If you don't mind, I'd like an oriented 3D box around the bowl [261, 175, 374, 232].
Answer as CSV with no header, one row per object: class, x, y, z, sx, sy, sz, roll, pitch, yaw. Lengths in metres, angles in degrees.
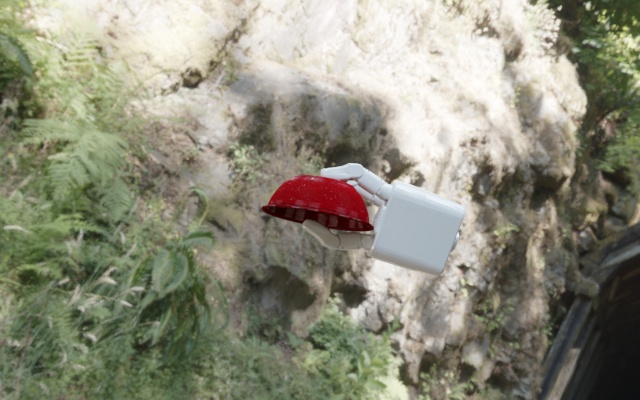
bowl,-0.001,0.002,0.679,0.162,0.055,0.162,9,-10,2
